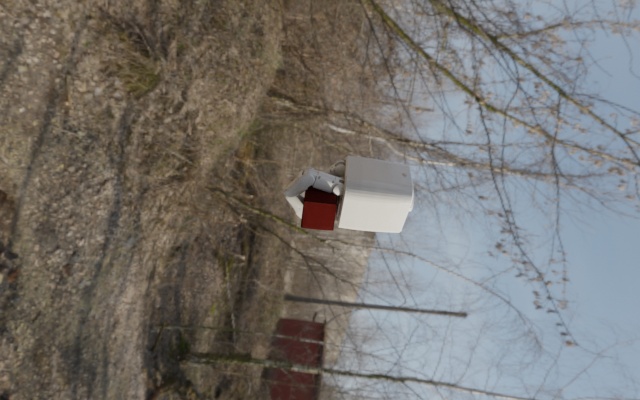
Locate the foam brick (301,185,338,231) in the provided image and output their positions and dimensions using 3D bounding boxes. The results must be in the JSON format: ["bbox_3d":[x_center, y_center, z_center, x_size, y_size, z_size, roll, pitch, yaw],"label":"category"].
[{"bbox_3d":[0.000,0.003,0.747,0.051,0.053,0.078,8,36,0],"label":"foam brick"}]
